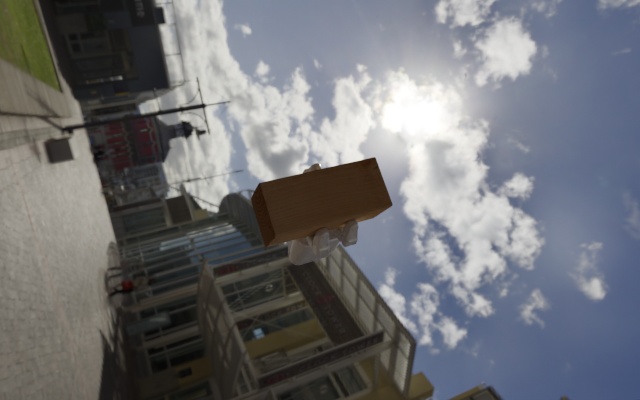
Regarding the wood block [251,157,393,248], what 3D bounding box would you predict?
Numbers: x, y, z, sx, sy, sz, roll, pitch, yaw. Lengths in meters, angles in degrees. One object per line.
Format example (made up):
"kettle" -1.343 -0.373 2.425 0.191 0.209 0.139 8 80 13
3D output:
"wood block" 0.000 0.002 0.798 0.206 0.091 0.090 -14 -12 -21
